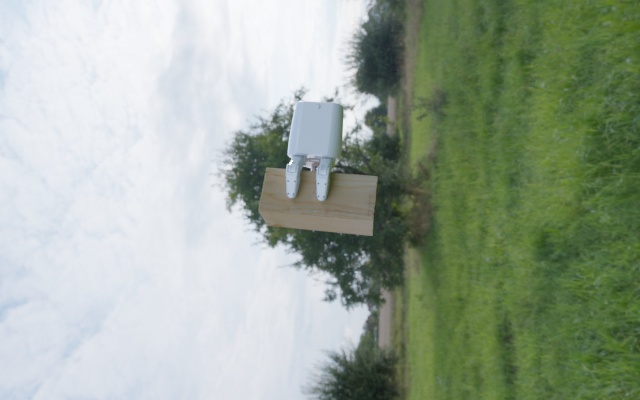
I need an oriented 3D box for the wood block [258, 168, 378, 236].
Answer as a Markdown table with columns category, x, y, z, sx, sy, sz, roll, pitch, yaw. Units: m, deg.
| category | x | y | z | sx | sy | sz | roll | pitch | yaw |
| --- | --- | --- | --- | --- | --- | --- | --- | --- | --- |
| wood block | 0.000 | 0.003 | 0.895 | 0.206 | 0.090 | 0.091 | 5 | -20 | 8 |
